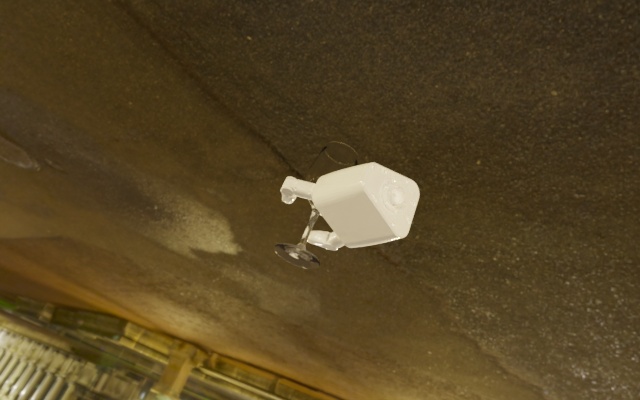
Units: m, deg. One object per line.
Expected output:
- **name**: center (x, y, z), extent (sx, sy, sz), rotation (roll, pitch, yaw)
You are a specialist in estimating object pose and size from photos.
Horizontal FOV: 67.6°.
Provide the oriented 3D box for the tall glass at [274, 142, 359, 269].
- **tall glass**: center (0.000, 0.003, 0.754), extent (0.079, 0.201, 0.079), rotation (18, -28, 10)
